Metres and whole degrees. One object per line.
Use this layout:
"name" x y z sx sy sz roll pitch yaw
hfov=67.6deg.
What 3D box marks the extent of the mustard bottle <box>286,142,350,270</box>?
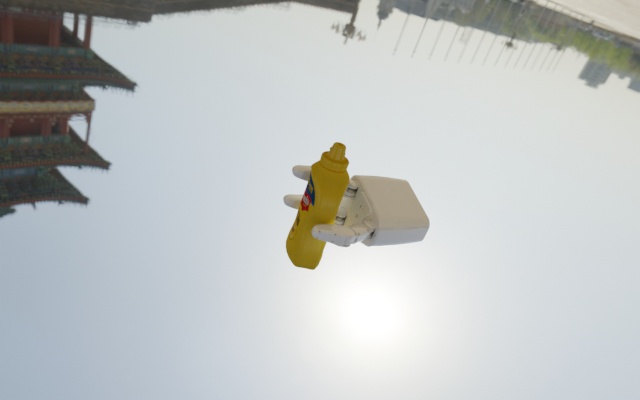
"mustard bottle" 0.000 0.002 0.706 0.058 0.192 0.096 14 29 -12
